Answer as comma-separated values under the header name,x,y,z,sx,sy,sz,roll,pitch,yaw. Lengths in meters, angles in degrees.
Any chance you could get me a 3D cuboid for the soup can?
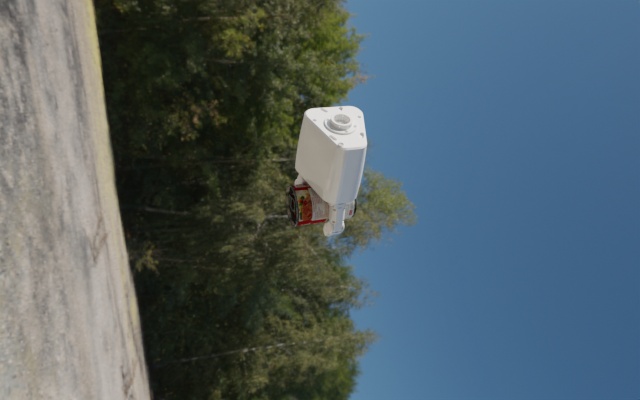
name,x,y,z,sx,sy,sz,roll,pitch,yaw
soup can,0.000,0.003,0.784,0.102,0.068,0.068,-7,2,-18
